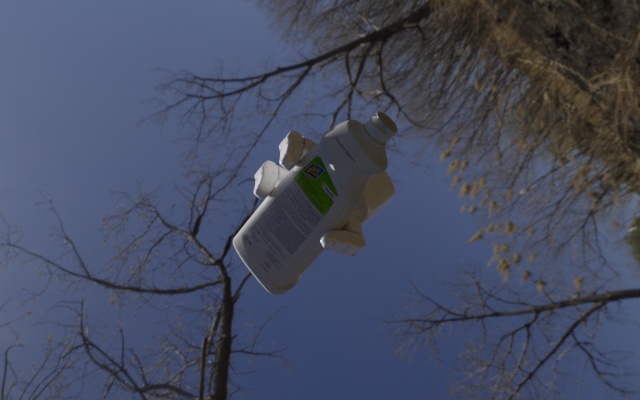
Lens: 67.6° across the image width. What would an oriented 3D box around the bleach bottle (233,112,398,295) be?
[{"bbox_3d":[0.000,0.002,0.558,0.251,0.102,0.068,-46,-11,31],"label":"bleach bottle"}]
